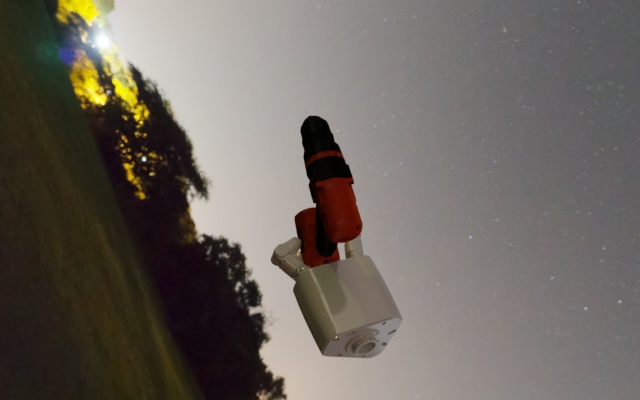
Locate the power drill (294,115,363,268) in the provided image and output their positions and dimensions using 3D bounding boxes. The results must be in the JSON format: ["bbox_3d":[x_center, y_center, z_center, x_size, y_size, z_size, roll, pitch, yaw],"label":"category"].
[{"bbox_3d":[0.000,0.003,0.661,0.057,0.184,0.188,-7,-30,-11],"label":"power drill"}]
